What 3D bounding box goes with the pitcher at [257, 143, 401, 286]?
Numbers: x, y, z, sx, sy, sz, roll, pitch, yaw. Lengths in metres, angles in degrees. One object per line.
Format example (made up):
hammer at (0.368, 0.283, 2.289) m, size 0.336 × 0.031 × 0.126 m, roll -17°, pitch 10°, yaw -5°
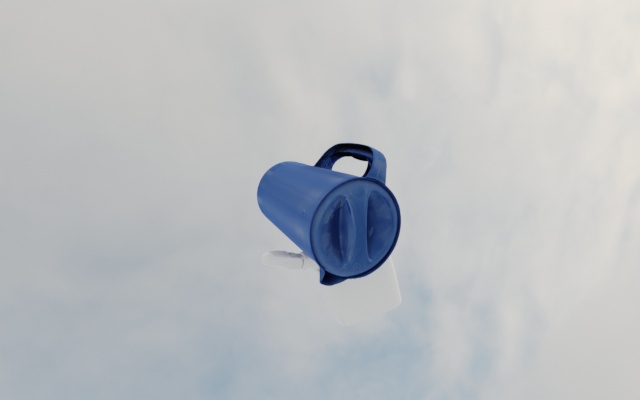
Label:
pitcher at (0.000, 0.002, 0.693) m, size 0.149 × 0.145 × 0.242 m, roll -28°, pitch 24°, yaw -19°
